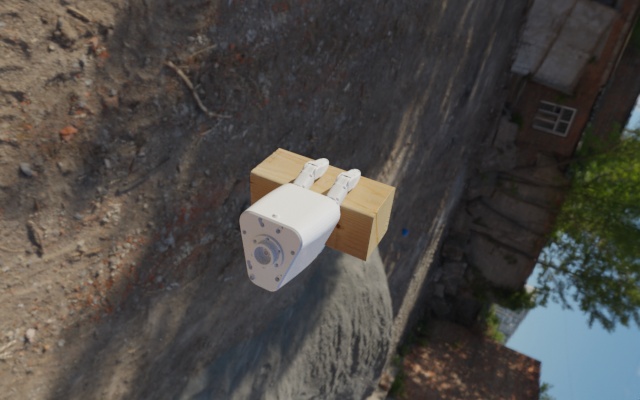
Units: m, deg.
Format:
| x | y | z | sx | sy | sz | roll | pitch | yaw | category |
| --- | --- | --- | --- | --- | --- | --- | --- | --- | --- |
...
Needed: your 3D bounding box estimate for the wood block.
| x | y | z | sx | sy | sz | roll | pitch | yaw | category |
| --- | --- | --- | --- | --- | --- | --- | --- | --- | --- |
| 0.000 | 0.003 | 0.754 | 0.206 | 0.091 | 0.090 | 21 | 40 | 19 | wood block |
